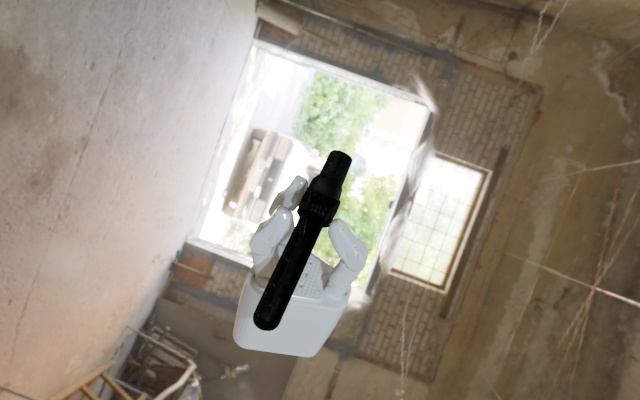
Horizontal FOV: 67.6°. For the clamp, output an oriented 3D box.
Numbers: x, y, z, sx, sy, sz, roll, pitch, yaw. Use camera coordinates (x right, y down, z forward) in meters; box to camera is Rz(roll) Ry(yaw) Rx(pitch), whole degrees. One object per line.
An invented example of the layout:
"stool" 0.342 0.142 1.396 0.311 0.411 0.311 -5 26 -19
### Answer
"clamp" 0.001 0.002 0.456 0.036 0.165 0.209 26 38 0
